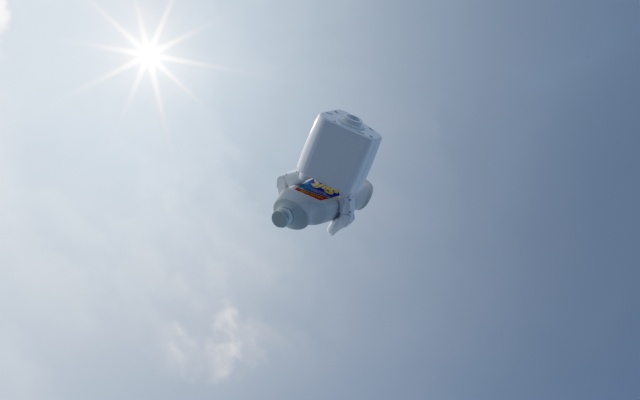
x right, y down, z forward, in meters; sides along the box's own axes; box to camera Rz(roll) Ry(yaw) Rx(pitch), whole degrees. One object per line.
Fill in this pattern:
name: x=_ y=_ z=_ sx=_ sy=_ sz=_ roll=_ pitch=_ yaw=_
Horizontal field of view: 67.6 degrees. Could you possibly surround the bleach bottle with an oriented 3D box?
bleach bottle: x=0.000 y=0.003 z=0.857 sx=0.102 sy=0.068 sz=0.250 roll=32 pitch=28 yaw=17
